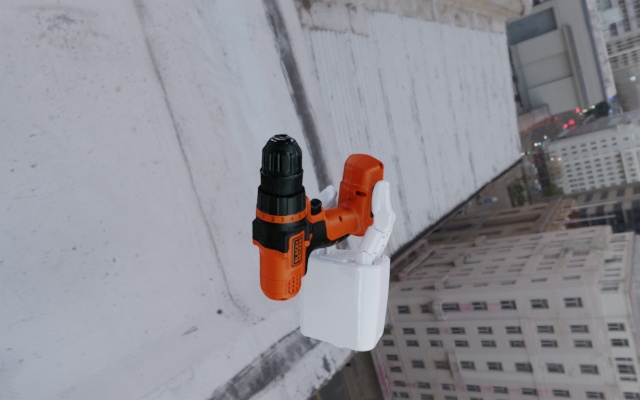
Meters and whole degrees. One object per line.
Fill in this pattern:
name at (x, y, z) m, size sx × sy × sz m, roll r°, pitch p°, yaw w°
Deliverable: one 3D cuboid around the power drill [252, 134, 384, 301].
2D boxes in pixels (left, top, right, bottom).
power drill at (0.000, 0.002, 0.547) m, size 0.057 × 0.184 × 0.187 m, roll 22°, pitch 30°, yaw 34°
